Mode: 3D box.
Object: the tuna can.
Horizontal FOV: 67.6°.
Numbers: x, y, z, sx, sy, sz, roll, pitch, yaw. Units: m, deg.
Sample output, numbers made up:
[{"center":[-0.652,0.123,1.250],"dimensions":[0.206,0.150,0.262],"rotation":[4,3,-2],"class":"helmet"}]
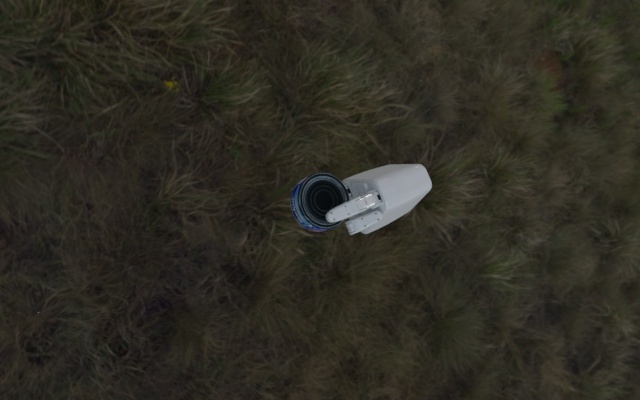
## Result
[{"center":[0.000,0.002,0.713],"dimensions":[0.086,0.086,0.034],"rotation":[0,-9,-25],"class":"tuna can"}]
